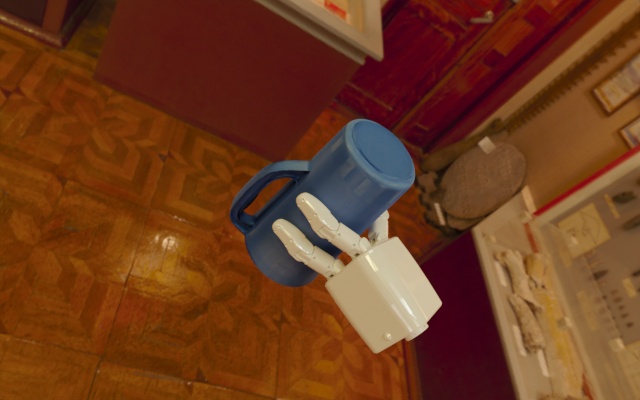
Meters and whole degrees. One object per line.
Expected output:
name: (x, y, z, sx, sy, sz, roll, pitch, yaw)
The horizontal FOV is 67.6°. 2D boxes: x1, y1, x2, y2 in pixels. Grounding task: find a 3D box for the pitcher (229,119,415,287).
pitcher: (0.000, 0.002, 0.637, 0.149, 0.145, 0.243, -17, -21, -48)
